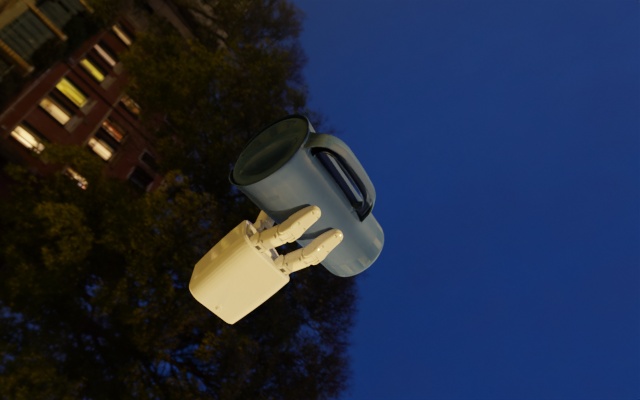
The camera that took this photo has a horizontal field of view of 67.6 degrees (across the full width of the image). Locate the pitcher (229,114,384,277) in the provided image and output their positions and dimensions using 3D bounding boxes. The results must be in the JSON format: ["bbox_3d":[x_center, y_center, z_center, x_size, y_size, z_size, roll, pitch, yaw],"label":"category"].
[{"bbox_3d":[0.000,0.002,0.690,0.243,0.145,0.149,49,0,-33],"label":"pitcher"}]
